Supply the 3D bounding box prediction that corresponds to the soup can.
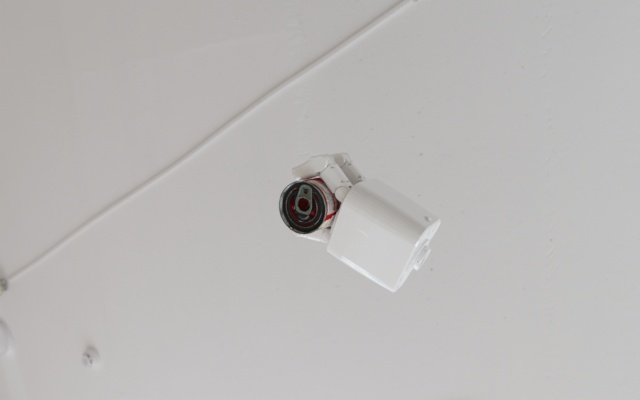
[{"bbox_3d":[0.000,0.002,0.636,0.068,0.068,0.102,0,8,28],"label":"soup can"}]
